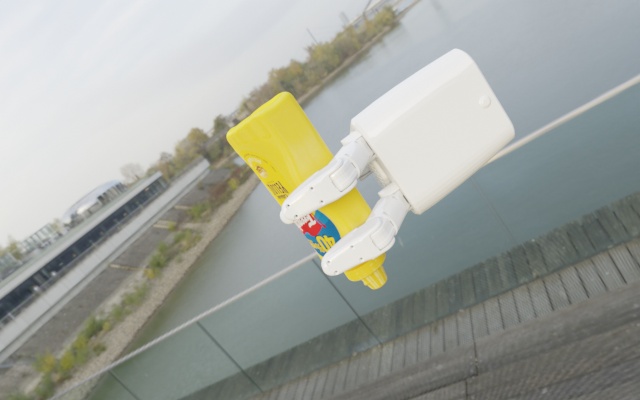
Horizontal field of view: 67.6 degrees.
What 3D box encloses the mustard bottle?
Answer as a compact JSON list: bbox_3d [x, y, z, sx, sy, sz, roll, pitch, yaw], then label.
[{"bbox_3d":[0.000,0.001,0.419,0.058,0.192,0.096,-43,15,-22],"label":"mustard bottle"}]
